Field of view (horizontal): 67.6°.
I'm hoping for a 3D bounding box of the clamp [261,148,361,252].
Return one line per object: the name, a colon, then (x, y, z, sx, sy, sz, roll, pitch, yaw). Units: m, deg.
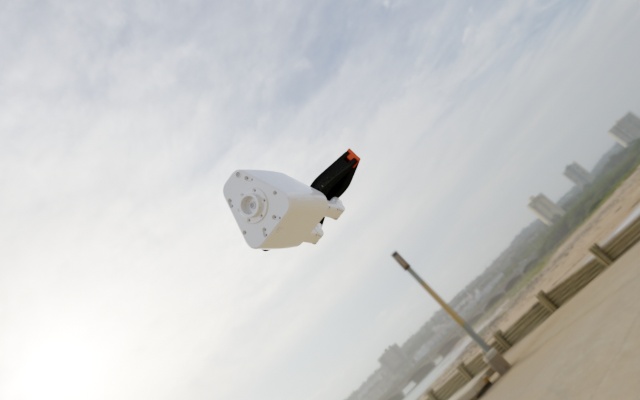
clamp: (0.000, 0.002, 0.811, 0.036, 0.210, 0.164, 46, 17, 19)
